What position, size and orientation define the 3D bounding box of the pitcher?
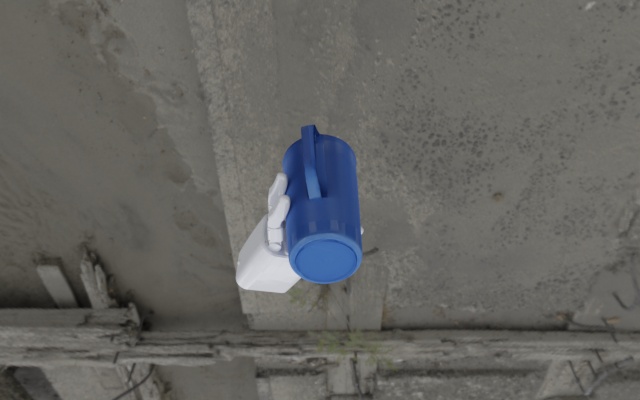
[{"bbox_3d":[0.000,0.003,0.768,0.149,0.242,0.145,27,-56,-24],"label":"pitcher"}]
